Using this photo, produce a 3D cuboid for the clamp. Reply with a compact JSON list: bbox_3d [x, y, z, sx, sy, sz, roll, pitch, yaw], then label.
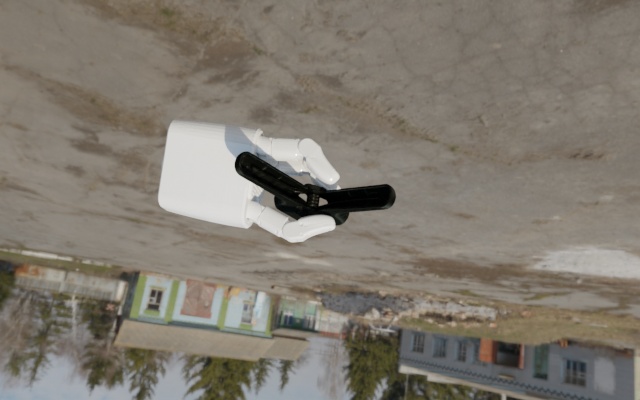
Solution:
[{"bbox_3d":[0.000,0.003,0.560,0.164,0.036,0.210,13,-14,7],"label":"clamp"}]
